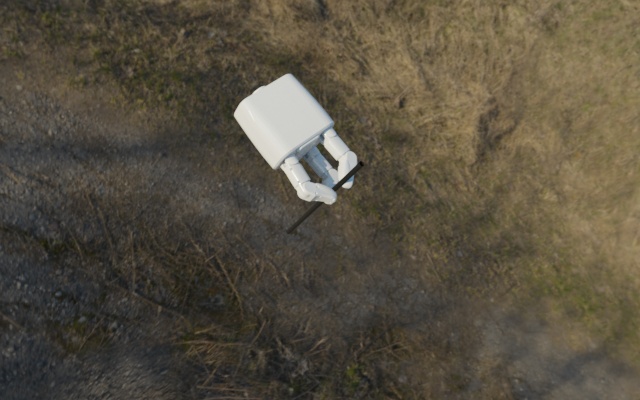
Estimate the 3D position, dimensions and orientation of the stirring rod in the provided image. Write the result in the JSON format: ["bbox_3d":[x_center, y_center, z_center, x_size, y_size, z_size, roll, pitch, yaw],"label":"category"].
[{"bbox_3d":[0.000,0.002,0.750,0.011,0.011,0.240,0,-26,-32],"label":"stirring rod"}]
